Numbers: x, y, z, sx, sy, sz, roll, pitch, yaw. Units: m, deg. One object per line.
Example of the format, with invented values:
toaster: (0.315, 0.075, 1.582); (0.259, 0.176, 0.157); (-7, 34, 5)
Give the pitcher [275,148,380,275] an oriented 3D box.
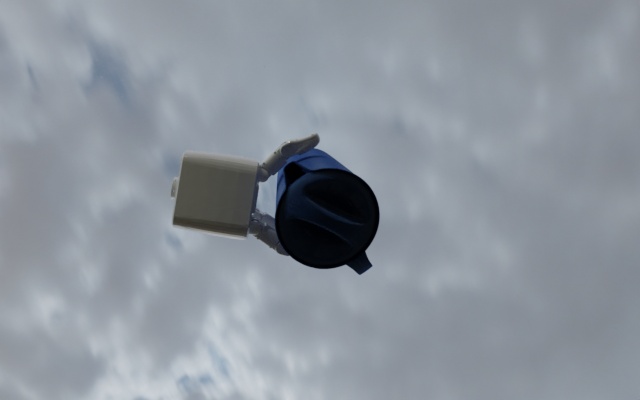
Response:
pitcher: (0.000, 0.002, 0.706); (0.145, 0.149, 0.242); (7, 15, -9)
